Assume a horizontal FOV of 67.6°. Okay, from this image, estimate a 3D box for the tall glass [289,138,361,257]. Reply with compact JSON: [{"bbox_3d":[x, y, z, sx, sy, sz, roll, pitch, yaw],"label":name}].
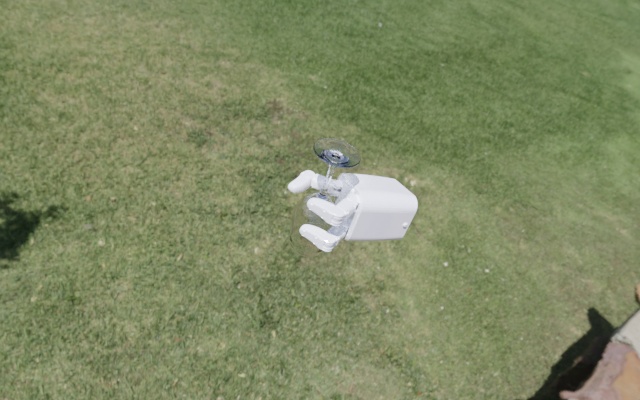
[{"bbox_3d":[0.000,0.002,0.778,0.079,0.201,0.079,12,38,-9],"label":"tall glass"}]
